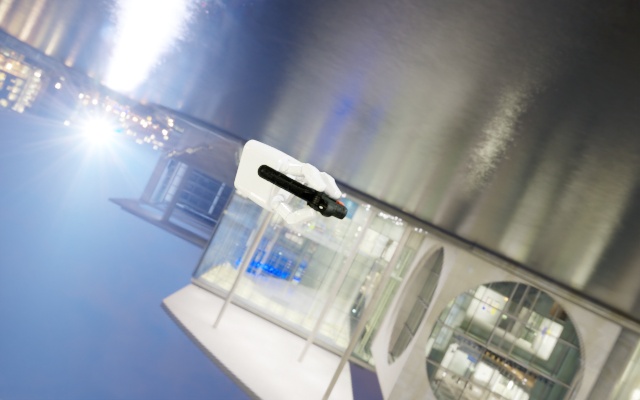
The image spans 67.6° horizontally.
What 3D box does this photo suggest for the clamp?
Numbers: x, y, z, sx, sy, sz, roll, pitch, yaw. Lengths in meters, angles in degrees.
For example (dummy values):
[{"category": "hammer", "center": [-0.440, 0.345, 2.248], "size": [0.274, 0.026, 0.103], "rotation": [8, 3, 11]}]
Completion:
[{"category": "clamp", "center": [0.000, 0.004, 0.861], "size": [0.164, 0.036, 0.210], "rotation": [33, 4, 35]}]
